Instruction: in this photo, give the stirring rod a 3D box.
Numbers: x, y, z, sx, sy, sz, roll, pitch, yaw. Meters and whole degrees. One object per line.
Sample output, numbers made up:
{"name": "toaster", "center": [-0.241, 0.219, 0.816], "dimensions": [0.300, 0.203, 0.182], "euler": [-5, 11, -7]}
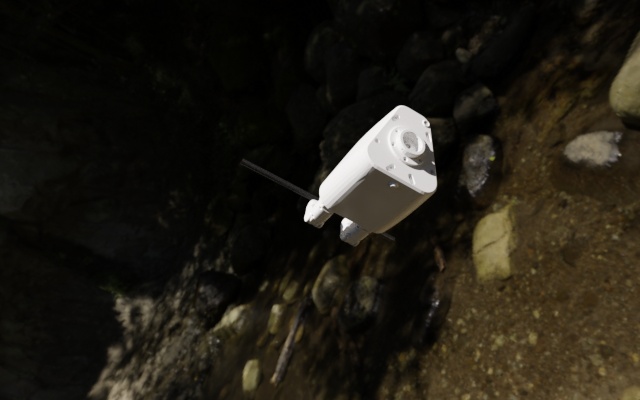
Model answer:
{"name": "stirring rod", "center": [0.000, 0.002, 0.656], "dimensions": [0.239, 0.011, 0.011], "euler": [28, -7, -13]}
